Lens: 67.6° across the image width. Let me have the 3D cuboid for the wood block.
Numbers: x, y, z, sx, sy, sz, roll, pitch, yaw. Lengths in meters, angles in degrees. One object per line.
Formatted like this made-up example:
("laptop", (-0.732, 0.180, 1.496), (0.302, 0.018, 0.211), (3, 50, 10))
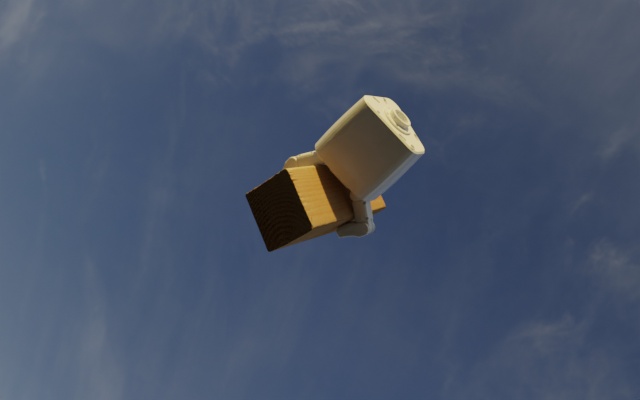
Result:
("wood block", (0.001, 0.002, 0.720), (0.090, 0.091, 0.206), (-29, -10, 34))
